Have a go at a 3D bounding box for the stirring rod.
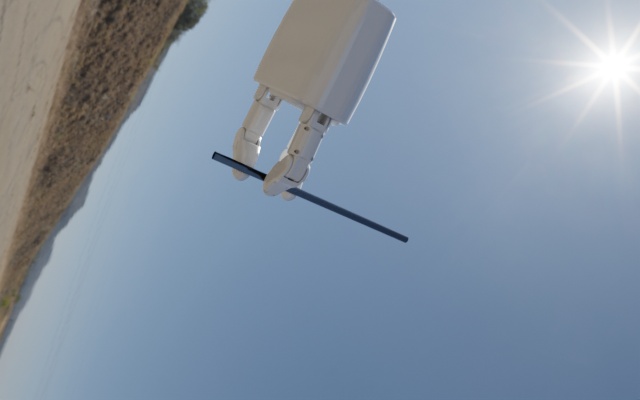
[{"bbox_3d":[0.000,0.002,0.492,0.239,0.011,0.011,24,-11,-27],"label":"stirring rod"}]
